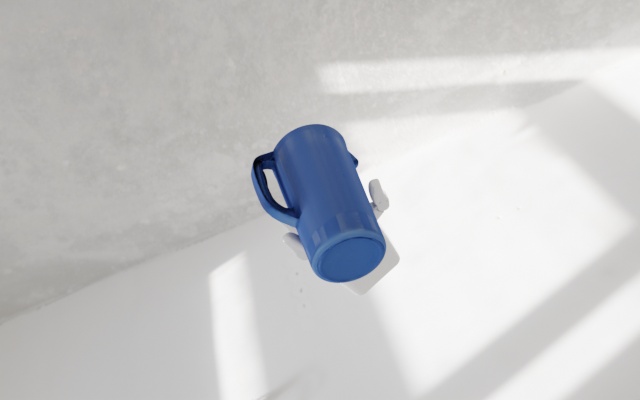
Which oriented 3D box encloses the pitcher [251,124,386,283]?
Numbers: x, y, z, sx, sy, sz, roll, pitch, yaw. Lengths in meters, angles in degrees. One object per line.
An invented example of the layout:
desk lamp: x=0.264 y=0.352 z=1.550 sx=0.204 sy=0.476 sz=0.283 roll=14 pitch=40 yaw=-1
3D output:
pitcher: x=0.000 y=0.002 z=0.725 sx=0.149 sy=0.242 sz=0.145 roll=-32 pitch=-46 yaw=11
